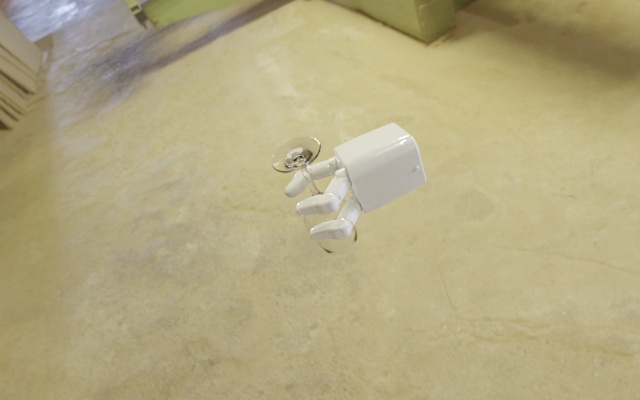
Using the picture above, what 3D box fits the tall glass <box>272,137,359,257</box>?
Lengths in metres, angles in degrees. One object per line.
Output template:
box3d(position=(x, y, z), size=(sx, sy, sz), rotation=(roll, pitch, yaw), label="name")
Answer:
box3d(position=(0.000, 0.002, 0.730), size=(0.079, 0.079, 0.201), rotation=(0, -43, 28), label="tall glass")
